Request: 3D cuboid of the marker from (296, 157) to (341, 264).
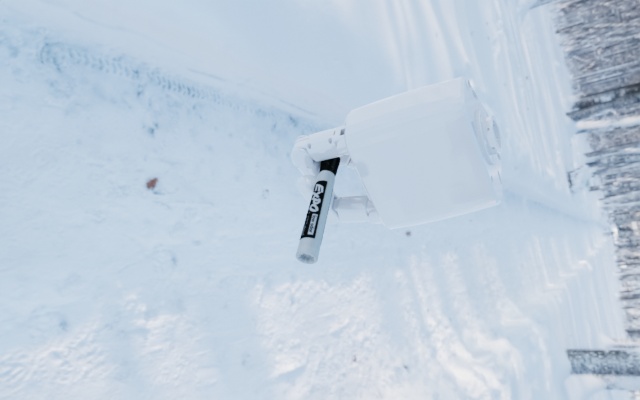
[{"bbox_3d":[0.000,0.001,0.430,0.020,0.121,0.020,9,-38,7],"label":"marker"}]
